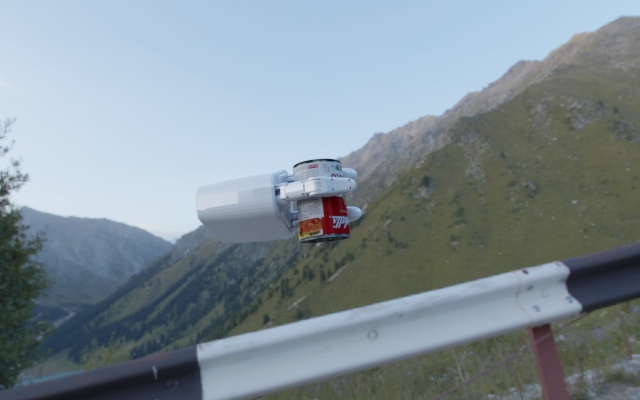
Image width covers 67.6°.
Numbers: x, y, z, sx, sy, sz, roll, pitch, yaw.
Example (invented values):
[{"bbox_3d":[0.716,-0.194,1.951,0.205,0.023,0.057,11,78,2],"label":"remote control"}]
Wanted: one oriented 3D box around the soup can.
[{"bbox_3d":[0.001,0.002,0.631,0.068,0.102,0.068,-6,-10,-1],"label":"soup can"}]
